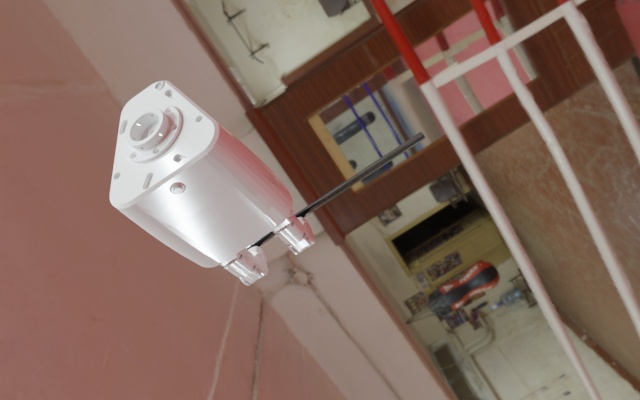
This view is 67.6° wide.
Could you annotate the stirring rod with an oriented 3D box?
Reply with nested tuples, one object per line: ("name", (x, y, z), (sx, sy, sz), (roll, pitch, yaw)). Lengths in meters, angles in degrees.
("stirring rod", (0.000, 0.001, 0.478), (0.239, 0.011, 0.011), (-33, -4, 6))
